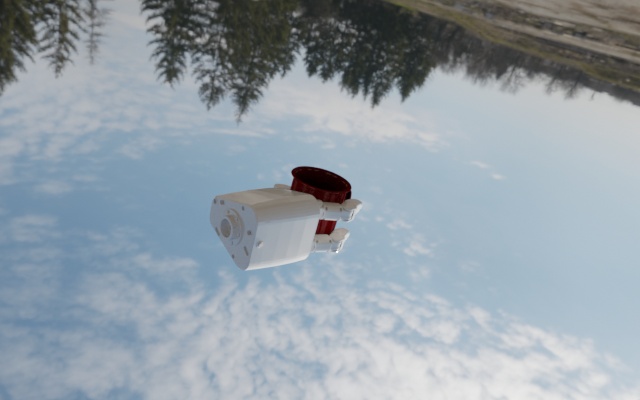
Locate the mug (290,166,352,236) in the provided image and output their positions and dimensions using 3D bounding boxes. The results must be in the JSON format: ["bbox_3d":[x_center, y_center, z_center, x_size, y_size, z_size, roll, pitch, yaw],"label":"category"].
[{"bbox_3d":[0.001,0.002,0.734,0.117,0.081,0.093,-6,31,-43],"label":"mug"}]
